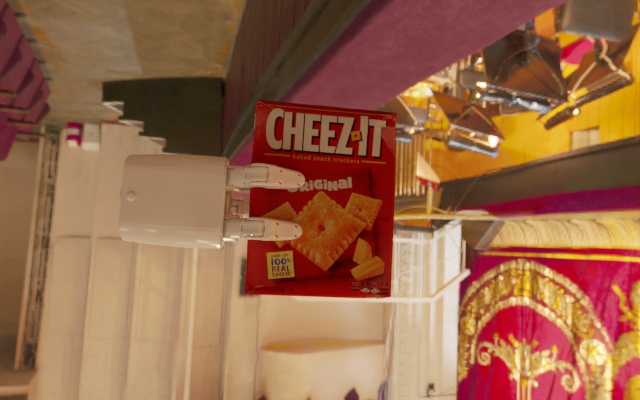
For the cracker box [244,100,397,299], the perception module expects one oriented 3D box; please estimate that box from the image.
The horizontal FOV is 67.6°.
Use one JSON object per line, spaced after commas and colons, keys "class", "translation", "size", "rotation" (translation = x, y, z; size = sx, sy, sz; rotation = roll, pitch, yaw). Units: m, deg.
{"class": "cracker box", "translation": [0.000, 0.002, 0.549], "size": [0.164, 0.213, 0.072], "rotation": [4, -5, -8]}
